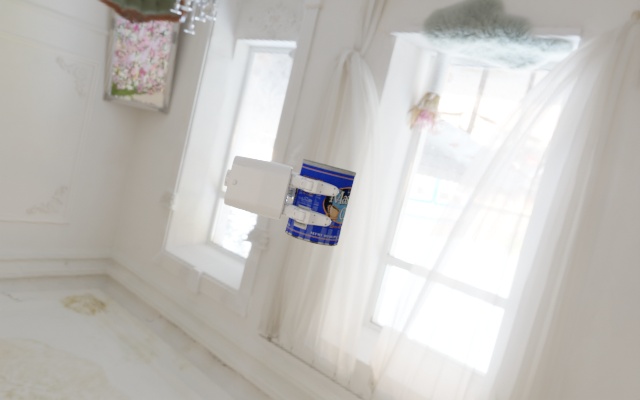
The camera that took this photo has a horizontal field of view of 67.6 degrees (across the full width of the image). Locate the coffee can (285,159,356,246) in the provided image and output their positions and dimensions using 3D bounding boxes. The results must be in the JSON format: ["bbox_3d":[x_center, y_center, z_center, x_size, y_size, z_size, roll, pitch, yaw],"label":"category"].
[{"bbox_3d":[0.000,0.003,0.891,0.103,0.140,0.103,14,5,-1],"label":"coffee can"}]
